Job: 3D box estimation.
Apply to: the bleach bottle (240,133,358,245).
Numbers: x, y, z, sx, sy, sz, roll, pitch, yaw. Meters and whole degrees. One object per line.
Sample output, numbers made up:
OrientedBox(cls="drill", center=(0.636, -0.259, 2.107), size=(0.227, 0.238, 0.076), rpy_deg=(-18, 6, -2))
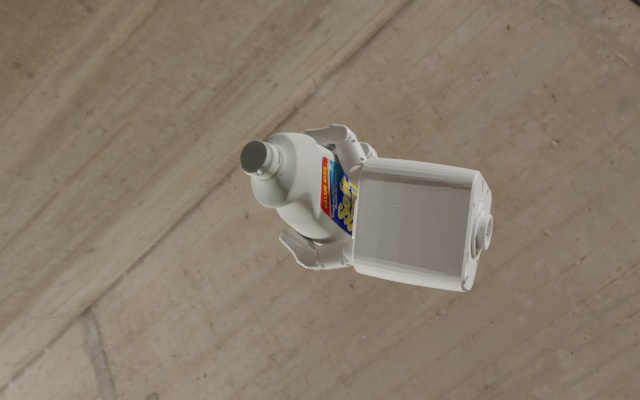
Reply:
OrientedBox(cls="bleach bottle", center=(0.000, 0.002, 0.498), size=(0.068, 0.102, 0.251), rpy_deg=(6, -11, 29))
